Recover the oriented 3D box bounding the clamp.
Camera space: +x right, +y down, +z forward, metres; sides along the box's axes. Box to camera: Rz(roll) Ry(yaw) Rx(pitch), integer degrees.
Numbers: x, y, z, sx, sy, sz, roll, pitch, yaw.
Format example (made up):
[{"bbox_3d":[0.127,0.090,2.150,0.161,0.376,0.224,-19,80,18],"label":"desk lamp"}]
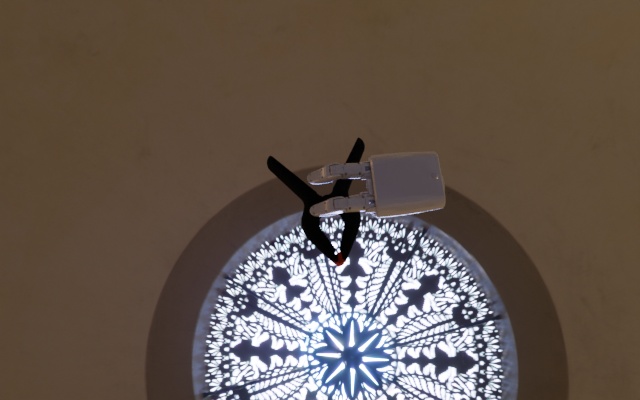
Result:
[{"bbox_3d":[0.000,0.003,0.769,0.164,0.210,0.036,-6,-18,1],"label":"clamp"}]
